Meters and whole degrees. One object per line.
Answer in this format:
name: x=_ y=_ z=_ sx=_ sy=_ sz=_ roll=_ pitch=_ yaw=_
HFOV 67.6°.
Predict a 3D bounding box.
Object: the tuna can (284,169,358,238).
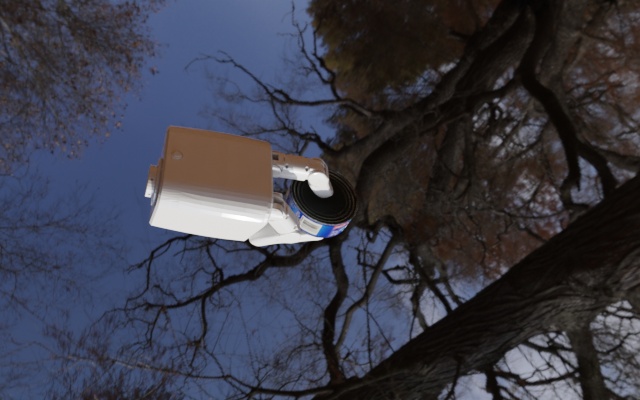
tuna can: x=0.000 y=0.002 z=0.577 sx=0.086 sy=0.086 sz=0.034 roll=0 pitch=-35 yaw=-25
